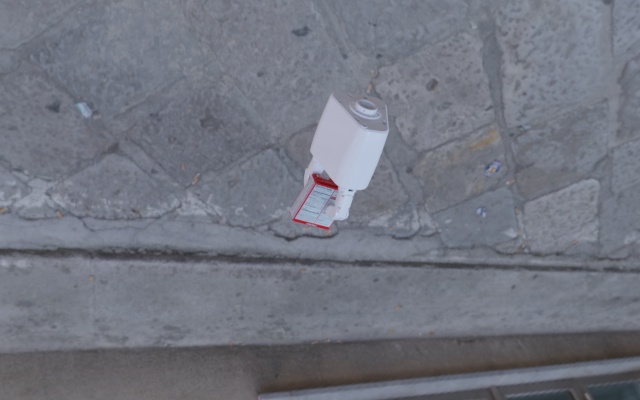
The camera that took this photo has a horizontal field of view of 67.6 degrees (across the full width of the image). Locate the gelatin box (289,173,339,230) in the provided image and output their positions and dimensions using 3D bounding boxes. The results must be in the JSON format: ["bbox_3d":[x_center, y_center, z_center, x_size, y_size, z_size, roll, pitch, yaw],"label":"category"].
[{"bbox_3d":[0.000,0.003,0.805,0.073,0.089,0.030,15,32,-29],"label":"gelatin box"}]
